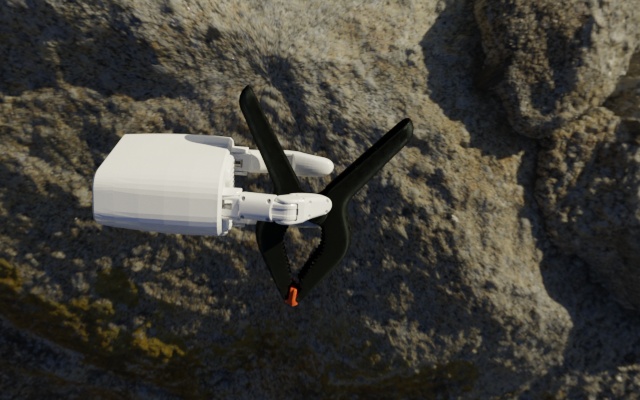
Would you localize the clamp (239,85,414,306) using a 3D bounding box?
[{"bbox_3d":[0.000,0.002,0.463,0.164,0.210,0.036,4,14,-5],"label":"clamp"}]
